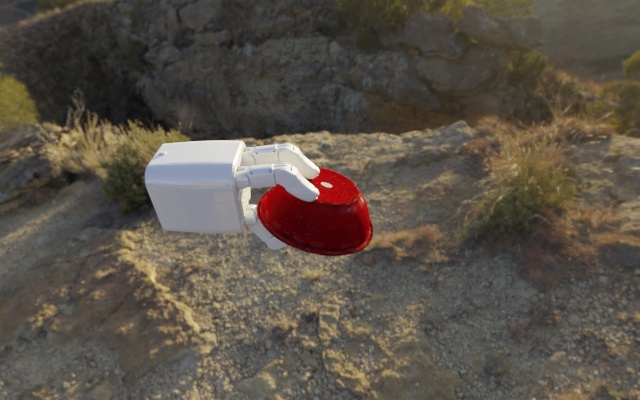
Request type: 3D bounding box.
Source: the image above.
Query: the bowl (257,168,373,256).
[{"bbox_3d":[0.001,0.002,0.632,0.162,0.055,0.162,12,30,-7],"label":"bowl"}]
